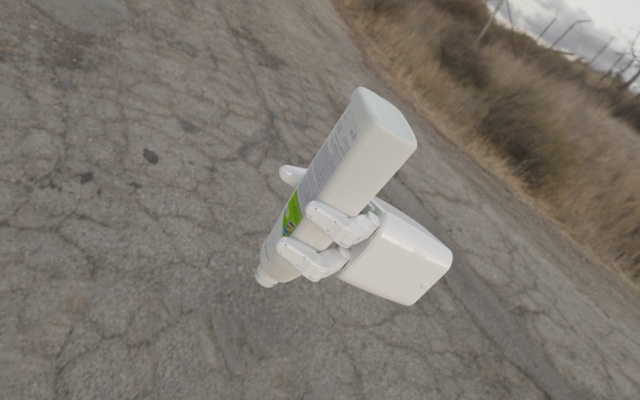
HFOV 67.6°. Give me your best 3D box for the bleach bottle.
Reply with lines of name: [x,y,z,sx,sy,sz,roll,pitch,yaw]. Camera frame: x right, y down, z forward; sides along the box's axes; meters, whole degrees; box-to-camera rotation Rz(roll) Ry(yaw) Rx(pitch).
bleach bottle: [0.000,0.002,0.538,0.068,0.251,0.102,26,28,-22]
